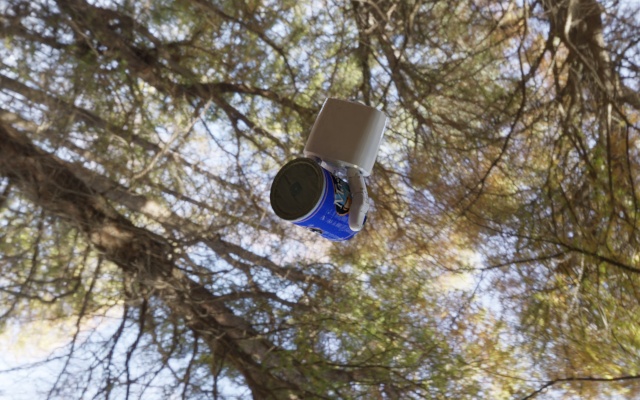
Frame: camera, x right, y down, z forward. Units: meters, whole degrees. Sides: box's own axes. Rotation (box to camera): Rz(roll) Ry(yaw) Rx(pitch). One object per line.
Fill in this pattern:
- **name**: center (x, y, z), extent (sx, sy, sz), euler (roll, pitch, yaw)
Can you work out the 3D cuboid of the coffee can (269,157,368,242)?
- **coffee can**: center (0.000, 0.003, 0.780), extent (0.103, 0.102, 0.140), euler (0, -17, 35)
